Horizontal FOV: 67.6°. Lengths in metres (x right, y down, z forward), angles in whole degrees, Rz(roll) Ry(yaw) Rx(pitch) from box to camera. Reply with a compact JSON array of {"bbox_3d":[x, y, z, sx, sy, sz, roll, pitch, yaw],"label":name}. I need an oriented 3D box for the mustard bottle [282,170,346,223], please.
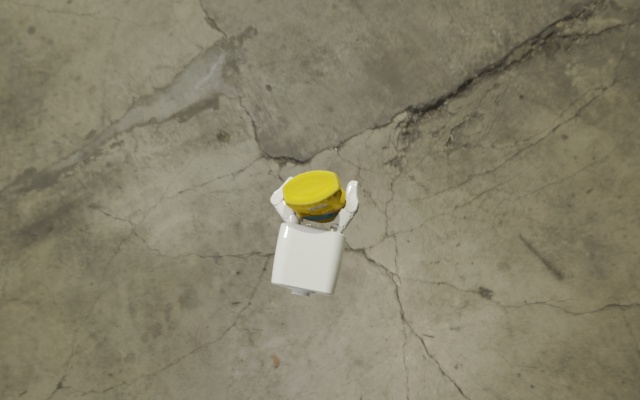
[{"bbox_3d":[0.000,0.002,0.866,0.096,0.058,0.192,-16,-17,7],"label":"mustard bottle"}]
